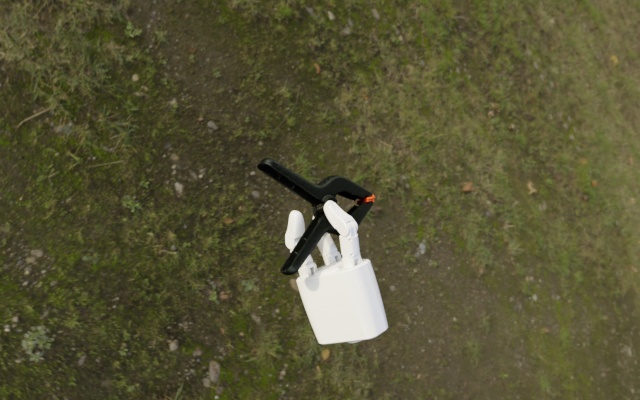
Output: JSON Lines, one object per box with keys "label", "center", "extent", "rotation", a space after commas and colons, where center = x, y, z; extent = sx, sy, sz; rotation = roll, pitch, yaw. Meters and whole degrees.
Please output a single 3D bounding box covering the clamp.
{"label": "clamp", "center": [0.001, 0.002, 0.717], "extent": [0.210, 0.164, 0.036], "rotation": [-19, 2, -42]}
